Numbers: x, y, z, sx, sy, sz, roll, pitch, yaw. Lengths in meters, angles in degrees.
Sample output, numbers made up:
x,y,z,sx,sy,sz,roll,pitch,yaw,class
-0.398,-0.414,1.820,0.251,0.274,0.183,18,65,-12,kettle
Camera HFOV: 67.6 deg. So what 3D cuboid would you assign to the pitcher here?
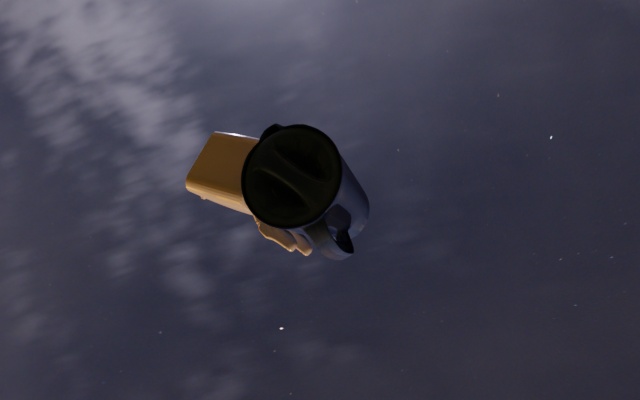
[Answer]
x,y,z,sx,sy,sz,roll,pitch,yaw,class
0.000,0.002,0.686,0.145,0.149,0.243,14,-7,20,pitcher
